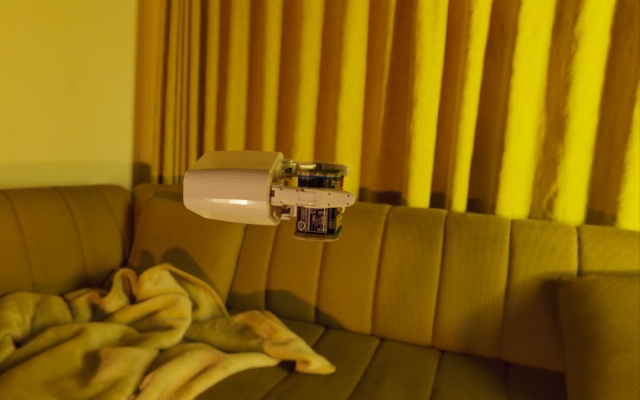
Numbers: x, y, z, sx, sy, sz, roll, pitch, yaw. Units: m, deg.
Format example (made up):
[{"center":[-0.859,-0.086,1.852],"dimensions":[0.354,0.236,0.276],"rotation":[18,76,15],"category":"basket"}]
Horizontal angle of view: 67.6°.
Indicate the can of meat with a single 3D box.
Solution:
[{"center":[0.000,0.002,0.618],"dimensions":[0.057,0.084,0.102],"rotation":[3,6,8],"category":"can of meat"}]
